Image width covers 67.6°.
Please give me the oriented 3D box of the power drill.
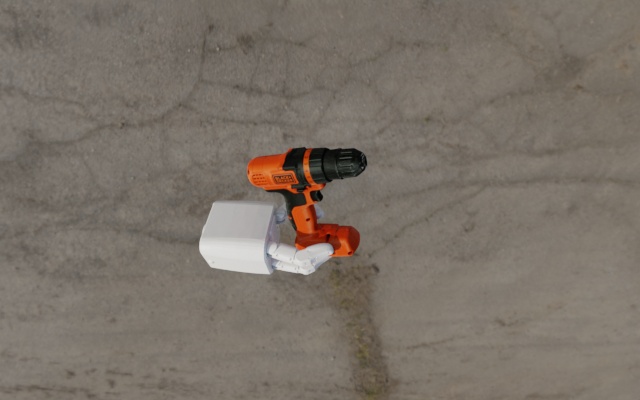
[{"bbox_3d":[0.000,0.003,0.724,0.184,0.188,0.057,-2,39,27],"label":"power drill"}]
